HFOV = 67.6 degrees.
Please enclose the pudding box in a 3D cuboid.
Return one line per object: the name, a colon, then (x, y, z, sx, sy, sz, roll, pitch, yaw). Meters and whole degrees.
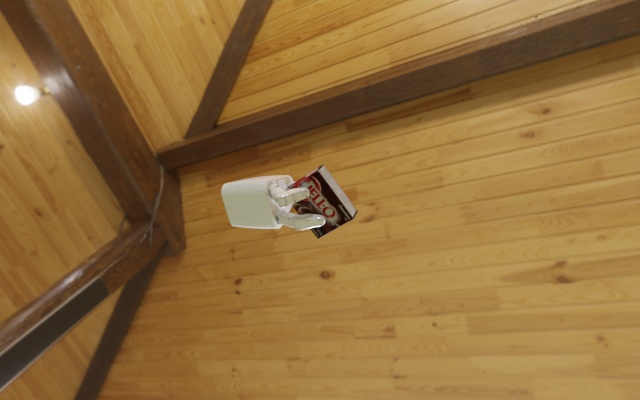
pudding box: (0.000, 0.003, 0.880, 0.090, 0.113, 0.039, -32, 12, 32)
